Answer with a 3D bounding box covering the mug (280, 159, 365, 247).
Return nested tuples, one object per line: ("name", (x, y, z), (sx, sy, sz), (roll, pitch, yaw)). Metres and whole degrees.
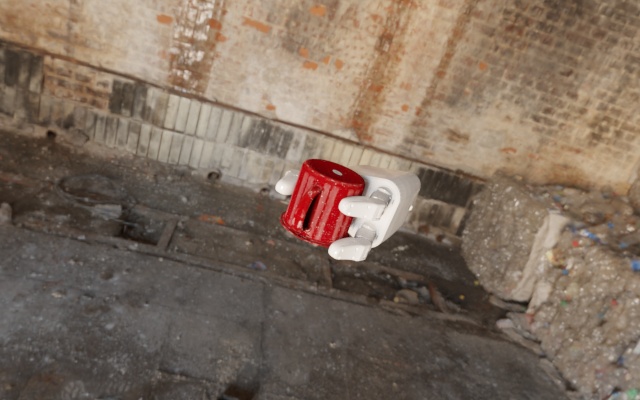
("mug", (-0.001, 0.002, 0.580), (0.093, 0.081, 0.117), (27, 22, 20))
